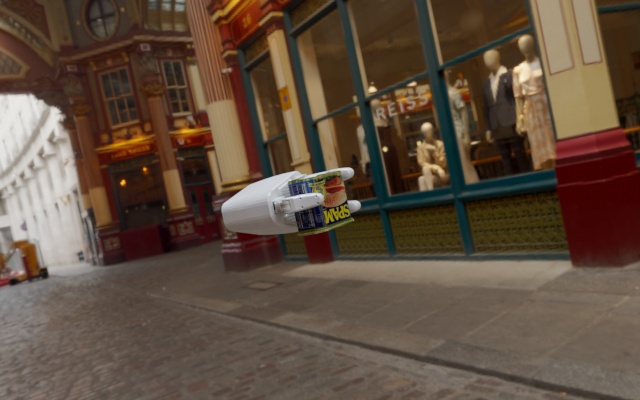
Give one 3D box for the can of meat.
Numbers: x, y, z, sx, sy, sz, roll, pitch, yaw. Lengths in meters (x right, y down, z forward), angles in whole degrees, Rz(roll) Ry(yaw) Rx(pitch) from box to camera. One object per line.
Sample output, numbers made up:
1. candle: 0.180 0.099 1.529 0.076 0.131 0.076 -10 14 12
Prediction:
1. can of meat: 0.000 0.002 0.733 0.057 0.084 0.102 -11 2 36
